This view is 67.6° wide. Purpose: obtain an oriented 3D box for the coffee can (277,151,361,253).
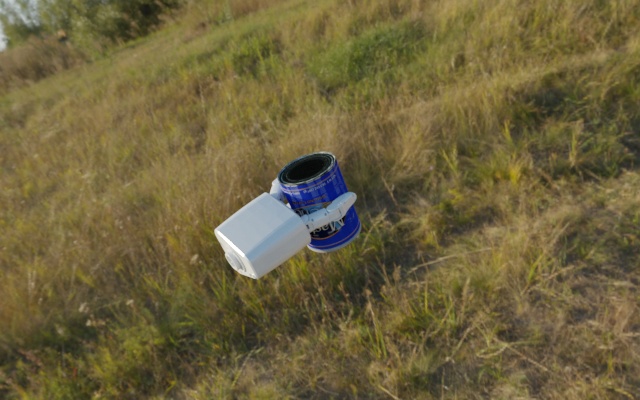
[{"bbox_3d":[0.000,0.003,0.811,0.103,0.140,0.102,-17,29,10],"label":"coffee can"}]
